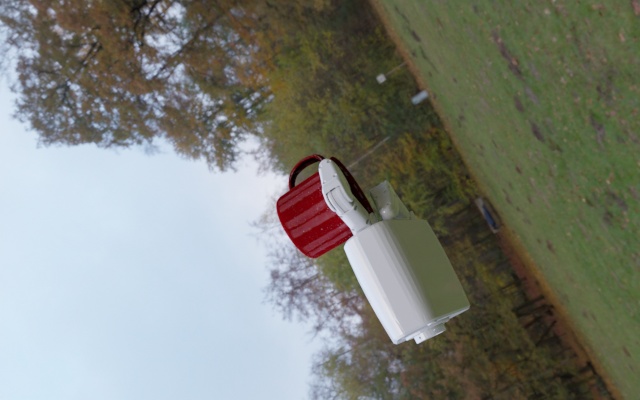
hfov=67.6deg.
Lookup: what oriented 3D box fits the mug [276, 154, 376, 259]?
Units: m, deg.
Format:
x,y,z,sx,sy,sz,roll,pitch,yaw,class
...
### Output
x,y,z,sx,sy,sz,roll,pitch,yaw,class
-0.001,0.001,0.536,0.081,0.117,0.093,-33,-24,14,mug
